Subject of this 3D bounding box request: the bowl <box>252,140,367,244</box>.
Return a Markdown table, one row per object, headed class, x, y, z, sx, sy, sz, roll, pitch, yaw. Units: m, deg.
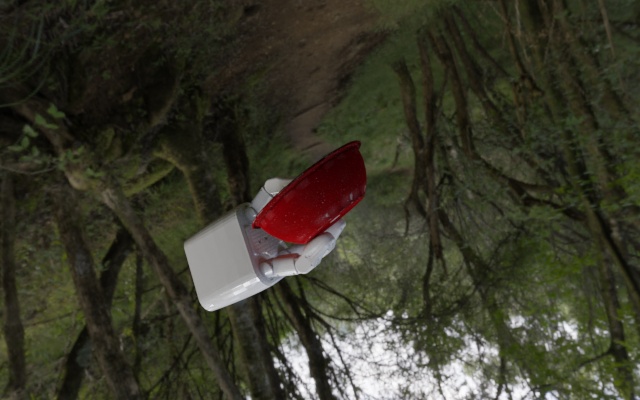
| class | x | y | z | sx | sy | sz | roll | pitch | yaw |
| --- | --- | --- | --- | --- | --- | --- | --- | --- | --- |
| bowl | 0.001 | 0.001 | 0.558 | 0.162 | 0.055 | 0.162 | -38 | -7 | -5 |
